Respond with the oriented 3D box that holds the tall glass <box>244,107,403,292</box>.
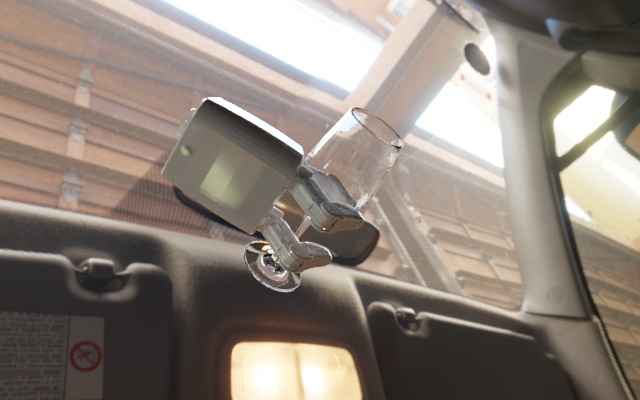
[{"bbox_3d":[0.000,0.002,0.496,0.079,0.201,0.079,30,26,-16],"label":"tall glass"}]
